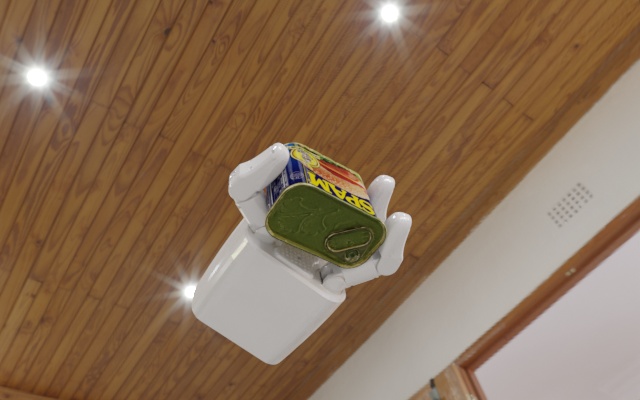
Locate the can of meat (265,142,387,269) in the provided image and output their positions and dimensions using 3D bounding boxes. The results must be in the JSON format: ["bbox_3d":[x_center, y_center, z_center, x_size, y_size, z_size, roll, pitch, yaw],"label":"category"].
[{"bbox_3d":[0.000,0.001,0.424,0.102,0.057,0.084,26,25,-24],"label":"can of meat"}]
